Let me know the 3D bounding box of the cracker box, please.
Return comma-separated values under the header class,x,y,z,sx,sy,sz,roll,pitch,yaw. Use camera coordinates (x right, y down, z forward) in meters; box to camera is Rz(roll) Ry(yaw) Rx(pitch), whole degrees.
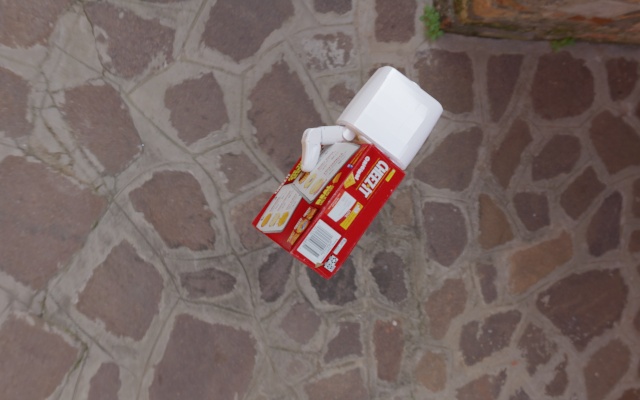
class,x,y,z,sx,sy,sz,roll,pitch,yaw
cracker box,0.000,0.002,0.659,0.072,0.164,0.213,39,-7,-20
